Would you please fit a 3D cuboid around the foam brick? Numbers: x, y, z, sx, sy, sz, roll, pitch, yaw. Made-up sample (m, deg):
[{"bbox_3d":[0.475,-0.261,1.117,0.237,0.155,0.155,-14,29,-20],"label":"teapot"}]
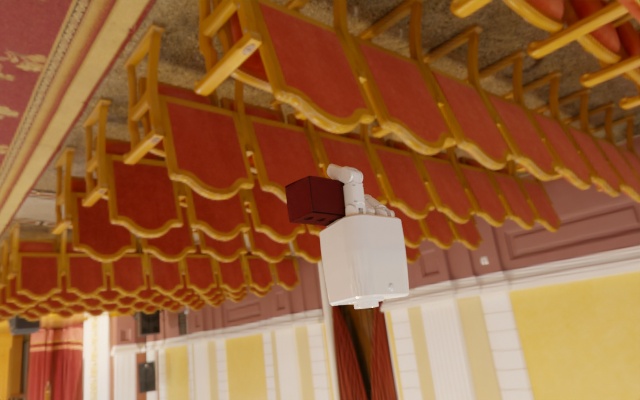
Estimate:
[{"bbox_3d":[0.000,0.002,0.643,0.078,0.051,0.053,7,-20,-39],"label":"foam brick"}]
